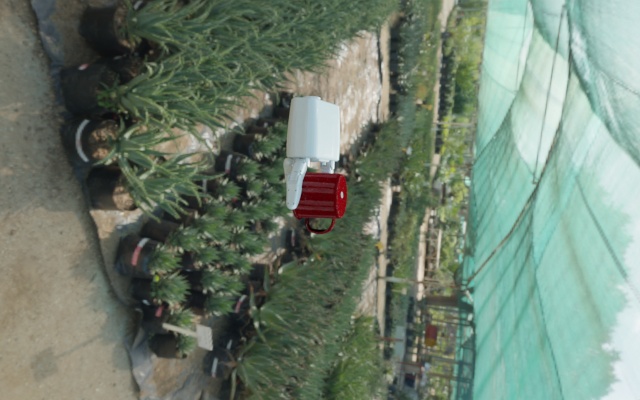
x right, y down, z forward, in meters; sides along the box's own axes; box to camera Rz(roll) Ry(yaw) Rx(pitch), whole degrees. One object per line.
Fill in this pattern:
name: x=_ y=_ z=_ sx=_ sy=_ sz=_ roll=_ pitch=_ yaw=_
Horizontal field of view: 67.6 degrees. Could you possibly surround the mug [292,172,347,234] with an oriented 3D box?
mug: x=0.000 y=0.004 z=0.861 sx=0.081 sy=0.117 sz=0.093 roll=2 pitch=2 yaw=16
